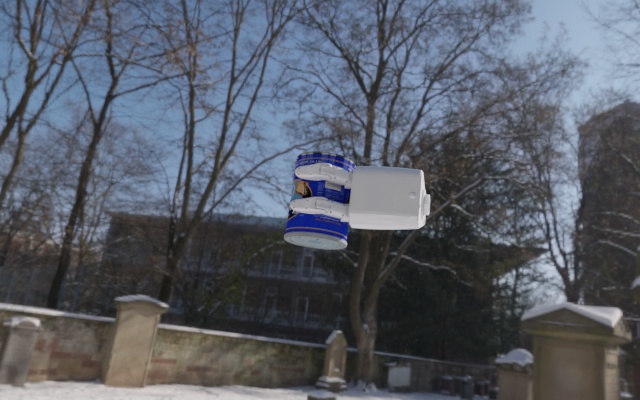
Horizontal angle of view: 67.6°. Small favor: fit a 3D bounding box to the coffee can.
[{"bbox_3d":[0.000,0.003,0.793,0.103,0.140,0.103,7,-15,2],"label":"coffee can"}]
